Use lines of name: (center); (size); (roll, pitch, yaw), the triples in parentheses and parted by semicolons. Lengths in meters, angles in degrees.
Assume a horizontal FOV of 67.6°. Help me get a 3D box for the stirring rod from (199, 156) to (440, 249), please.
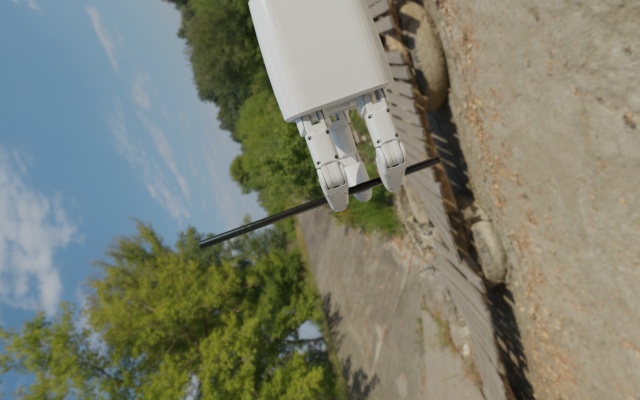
stirring rod: (0.000, 0.001, 0.454); (0.239, 0.011, 0.011); (-20, 1, -2)
